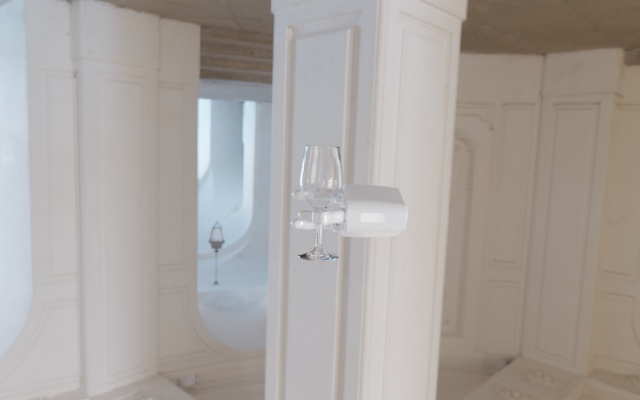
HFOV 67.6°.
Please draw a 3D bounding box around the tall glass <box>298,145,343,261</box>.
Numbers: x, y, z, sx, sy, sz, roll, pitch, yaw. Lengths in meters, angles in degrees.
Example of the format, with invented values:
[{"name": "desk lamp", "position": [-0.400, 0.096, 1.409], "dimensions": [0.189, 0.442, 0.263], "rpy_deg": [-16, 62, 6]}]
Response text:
[{"name": "tall glass", "position": [0.000, 0.003, 0.855], "dimensions": [0.079, 0.201, 0.079], "rpy_deg": [2, 7, 0]}]
